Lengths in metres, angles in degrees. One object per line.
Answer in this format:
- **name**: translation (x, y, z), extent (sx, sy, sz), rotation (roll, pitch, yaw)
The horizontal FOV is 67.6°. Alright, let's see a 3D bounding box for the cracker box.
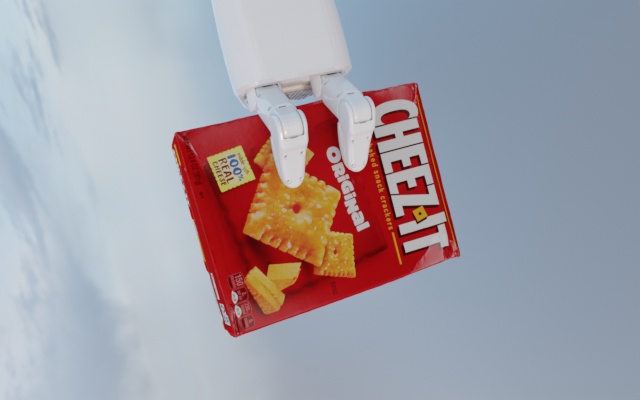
- **cracker box**: translation (0.000, 0.001, 0.413), extent (0.213, 0.164, 0.072), rotation (-16, 3, -19)
